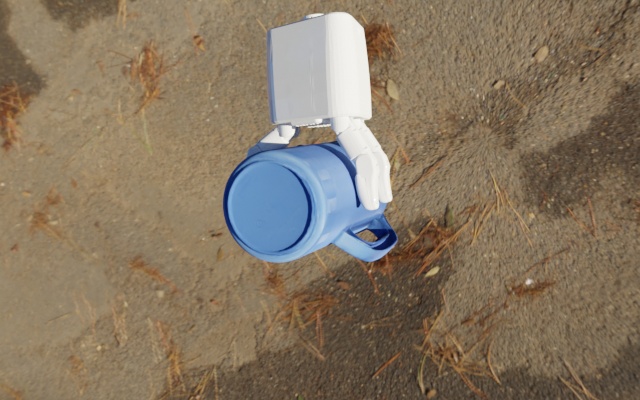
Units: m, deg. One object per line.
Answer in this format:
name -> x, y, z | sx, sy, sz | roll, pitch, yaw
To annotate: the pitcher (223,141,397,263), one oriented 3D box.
pitcher -> 0.000, 0.002, 0.552 | 0.149, 0.145, 0.243 | 0, 6, 19
